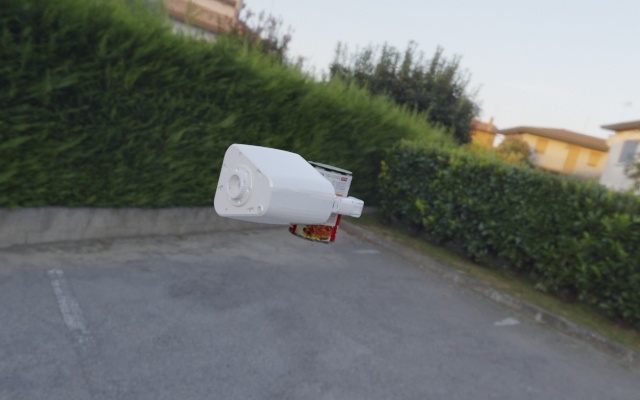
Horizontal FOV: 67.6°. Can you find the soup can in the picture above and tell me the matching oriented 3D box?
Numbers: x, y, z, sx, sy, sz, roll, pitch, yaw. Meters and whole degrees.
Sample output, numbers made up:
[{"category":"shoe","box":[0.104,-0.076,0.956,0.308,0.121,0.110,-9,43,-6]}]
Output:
[{"category":"soup can","box":[0.001,0.002,0.670,0.068,0.102,0.068,15,7,-2]}]
